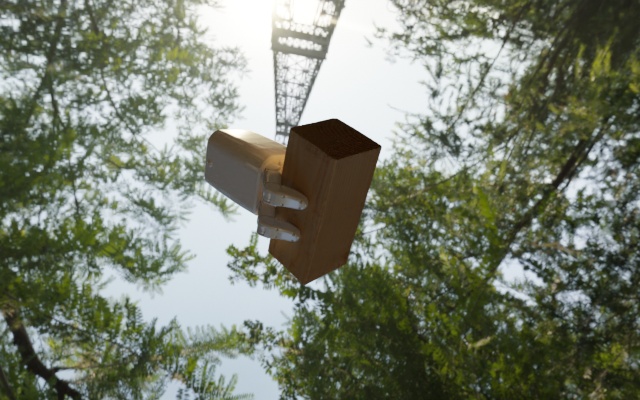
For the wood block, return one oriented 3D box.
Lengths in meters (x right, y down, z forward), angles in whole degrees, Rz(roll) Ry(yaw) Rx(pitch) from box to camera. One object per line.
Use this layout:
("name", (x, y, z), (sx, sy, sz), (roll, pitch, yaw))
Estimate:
("wood block", (0.000, 0.002, 0.666), (0.091, 0.206, 0.090), (-21, 47, -41))
